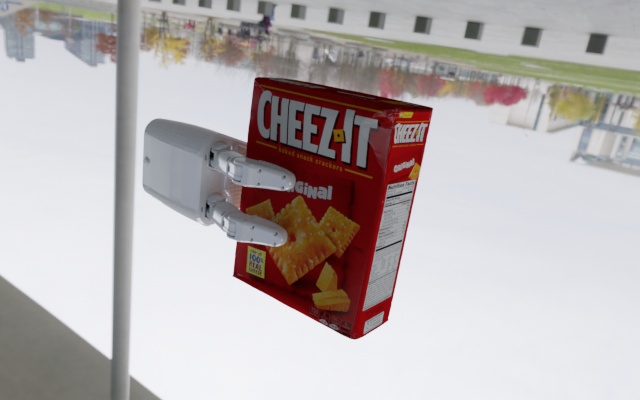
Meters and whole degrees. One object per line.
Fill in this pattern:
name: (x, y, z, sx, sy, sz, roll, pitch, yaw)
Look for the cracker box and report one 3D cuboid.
cracker box: (0.000, 0.002, 0.462, 0.164, 0.214, 0.072, 20, 21, 34)
